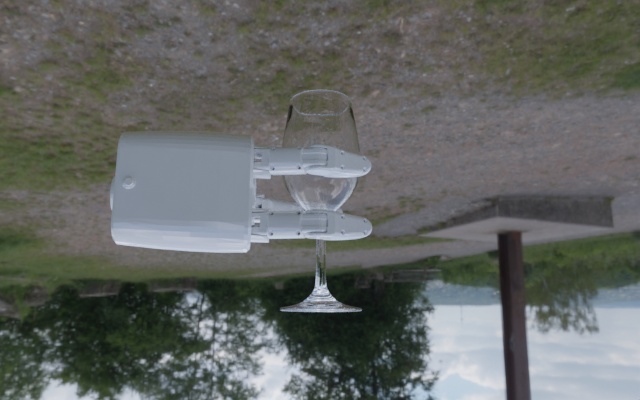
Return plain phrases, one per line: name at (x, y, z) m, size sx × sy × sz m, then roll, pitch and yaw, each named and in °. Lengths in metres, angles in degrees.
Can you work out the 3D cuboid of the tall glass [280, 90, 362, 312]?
tall glass at (0.000, 0.002, 0.450) m, size 0.079 × 0.201 × 0.079 m, roll 0°, pitch -11°, yaw 0°
